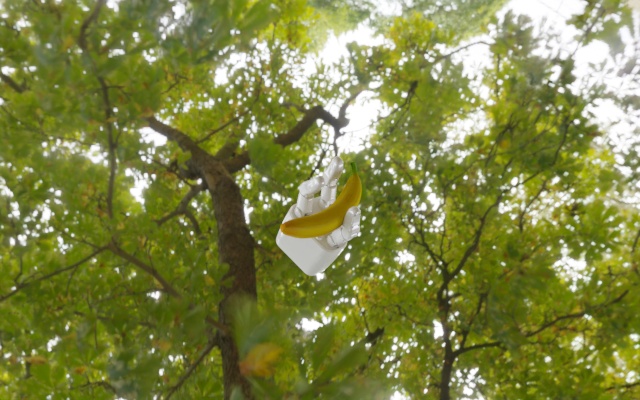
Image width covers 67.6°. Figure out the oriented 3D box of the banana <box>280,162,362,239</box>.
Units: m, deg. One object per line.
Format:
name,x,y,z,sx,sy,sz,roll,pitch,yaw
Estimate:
banana,0.014,0.015,0.784,0.197,0.069,0.037,-43,5,-37
